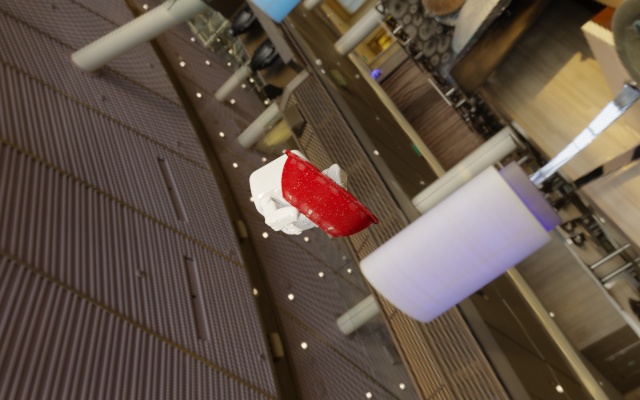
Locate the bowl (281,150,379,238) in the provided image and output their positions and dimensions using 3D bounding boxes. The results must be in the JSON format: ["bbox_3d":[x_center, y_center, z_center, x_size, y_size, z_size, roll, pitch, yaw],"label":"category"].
[{"bbox_3d":[0.000,0.003,0.652,0.162,0.055,0.162,38,-4,3],"label":"bowl"}]
